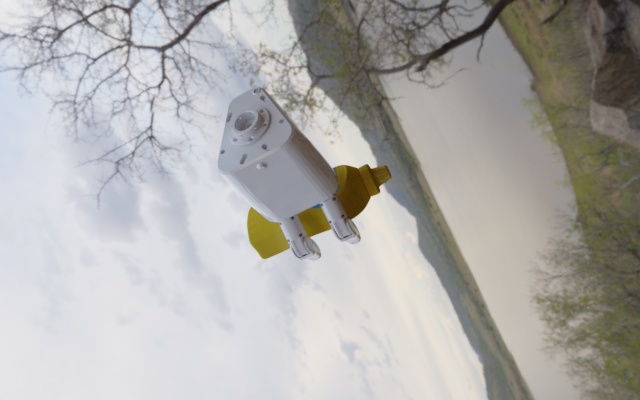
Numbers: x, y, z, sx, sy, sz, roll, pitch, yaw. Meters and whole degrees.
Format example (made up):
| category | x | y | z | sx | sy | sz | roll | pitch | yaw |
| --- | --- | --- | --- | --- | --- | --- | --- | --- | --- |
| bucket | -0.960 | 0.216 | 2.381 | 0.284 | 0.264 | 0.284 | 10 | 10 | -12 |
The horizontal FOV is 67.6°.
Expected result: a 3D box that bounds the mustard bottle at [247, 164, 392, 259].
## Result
| category | x | y | z | sx | sy | sz | roll | pitch | yaw |
| --- | --- | --- | --- | --- | --- | --- | --- | --- | --- |
| mustard bottle | 0.000 | 0.002 | 0.613 | 0.191 | 0.058 | 0.096 | -25 | 29 | 13 |
